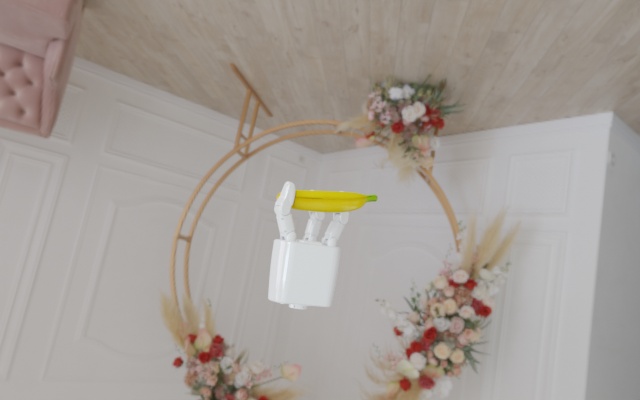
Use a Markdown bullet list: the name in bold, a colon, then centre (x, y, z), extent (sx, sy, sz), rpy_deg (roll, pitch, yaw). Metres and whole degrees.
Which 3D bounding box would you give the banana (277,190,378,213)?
- **banana**: centre (-0.005, 0.002, 0.833), extent (0.198, 0.037, 0.069), rpy_deg (3, -3, 26)
